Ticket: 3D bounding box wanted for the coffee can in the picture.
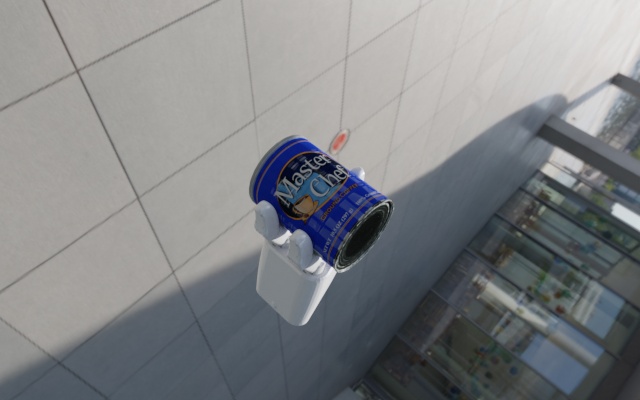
[{"bbox_3d":[0.000,0.002,0.564,0.140,0.103,0.103,38,17,23],"label":"coffee can"}]
